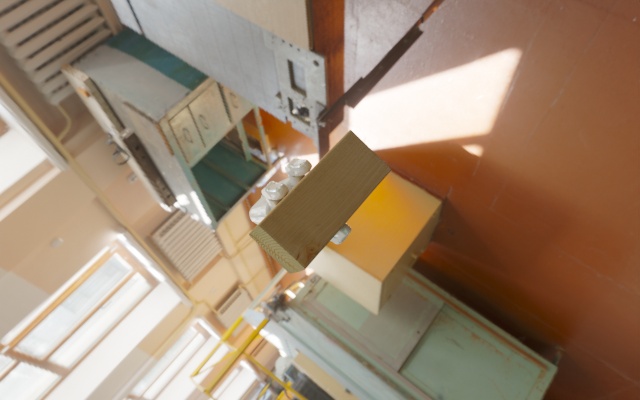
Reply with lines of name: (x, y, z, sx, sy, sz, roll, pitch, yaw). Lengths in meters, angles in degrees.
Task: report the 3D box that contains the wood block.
wood block: (0.000, 0.003, 0.724, 0.206, 0.091, 0.090, -48, 4, -21)
